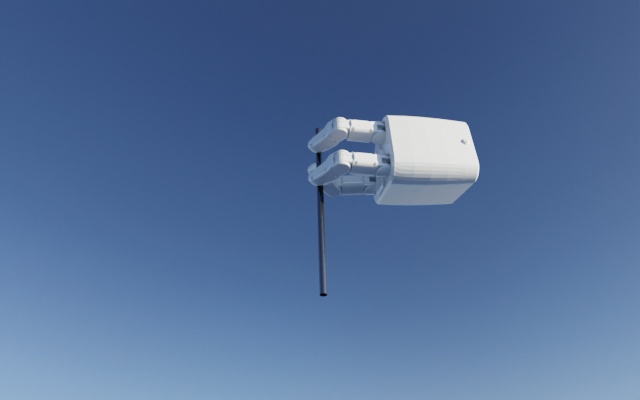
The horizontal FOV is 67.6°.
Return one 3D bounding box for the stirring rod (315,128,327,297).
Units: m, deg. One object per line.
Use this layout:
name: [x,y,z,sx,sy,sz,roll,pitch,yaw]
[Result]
stirring rod: [0.000,0.002,0.569,0.011,0.239,0.011,-1,-36,-1]
